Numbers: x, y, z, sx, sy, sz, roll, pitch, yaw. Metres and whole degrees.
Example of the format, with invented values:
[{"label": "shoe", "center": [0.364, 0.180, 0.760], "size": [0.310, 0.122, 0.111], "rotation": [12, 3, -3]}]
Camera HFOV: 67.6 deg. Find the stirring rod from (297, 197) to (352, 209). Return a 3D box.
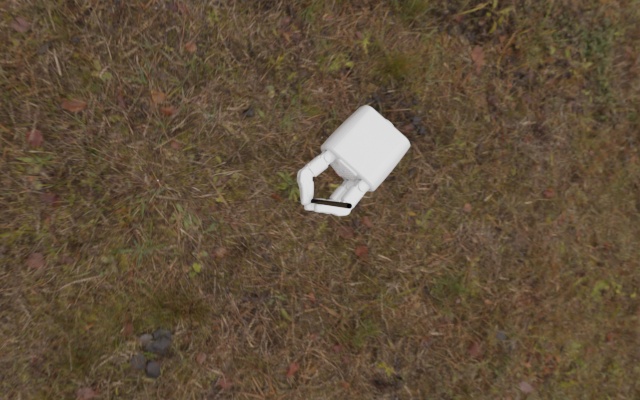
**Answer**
[{"label": "stirring rod", "center": [0.000, 0.002, 0.752], "size": [0.011, 0.011, 0.239], "rotation": [0, 2, -19]}]
